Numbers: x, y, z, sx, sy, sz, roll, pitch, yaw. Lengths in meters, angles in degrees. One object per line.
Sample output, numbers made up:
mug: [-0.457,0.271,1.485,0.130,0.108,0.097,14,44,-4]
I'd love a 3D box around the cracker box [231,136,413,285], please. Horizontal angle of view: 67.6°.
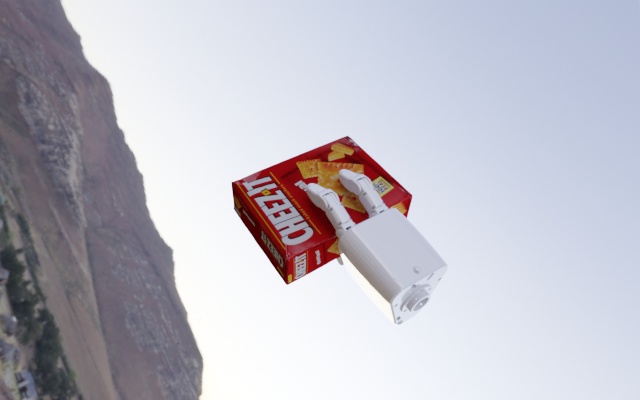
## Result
cracker box: [0.000,0.002,0.706,0.213,0.072,0.164,-24,53,-24]
